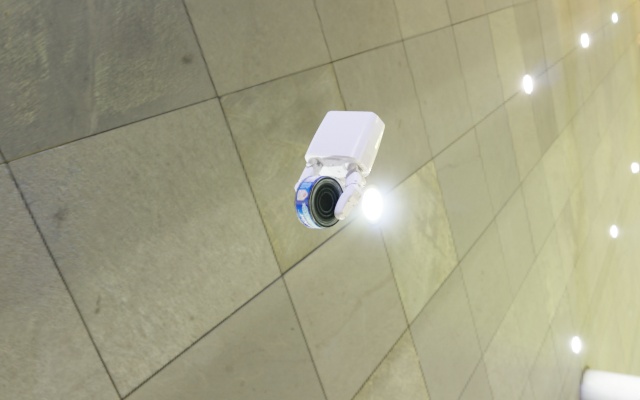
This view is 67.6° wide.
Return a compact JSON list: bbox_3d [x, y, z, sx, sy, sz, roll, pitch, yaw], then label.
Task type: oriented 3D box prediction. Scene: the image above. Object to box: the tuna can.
[{"bbox_3d":[0.001,0.003,0.762,0.034,0.086,0.086,2,1,44],"label":"tuna can"}]
